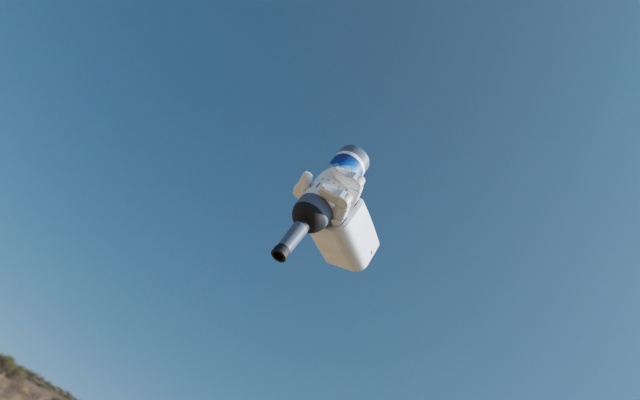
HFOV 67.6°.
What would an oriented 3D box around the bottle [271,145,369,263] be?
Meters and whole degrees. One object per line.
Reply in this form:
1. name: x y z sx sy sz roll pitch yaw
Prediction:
1. bottle: 0.000 0.003 0.854 0.069 0.069 0.295 0 36 34
